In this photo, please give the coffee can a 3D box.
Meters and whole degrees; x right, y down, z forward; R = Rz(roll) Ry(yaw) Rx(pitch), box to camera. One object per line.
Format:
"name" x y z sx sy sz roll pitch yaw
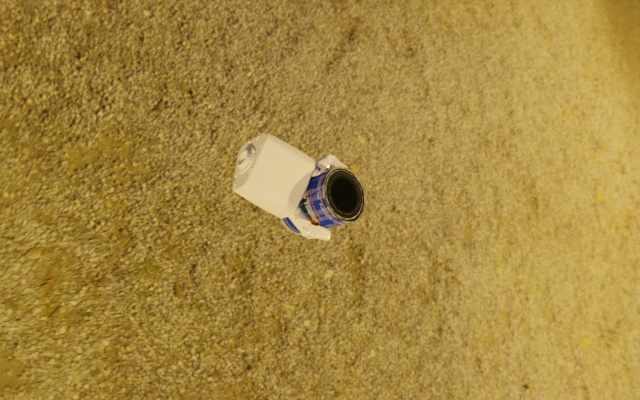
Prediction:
"coffee can" 0.000 0.003 0.896 0.103 0.103 0.140 0 -12 -41
